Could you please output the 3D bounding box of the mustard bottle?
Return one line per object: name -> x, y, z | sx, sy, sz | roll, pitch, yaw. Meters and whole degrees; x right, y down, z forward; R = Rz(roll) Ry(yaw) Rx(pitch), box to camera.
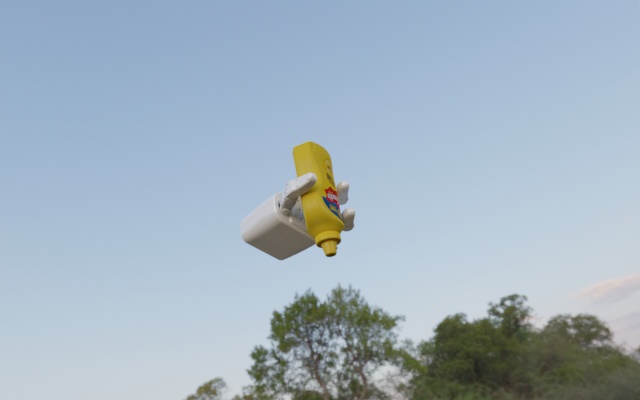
mustard bottle -> 0.000, 0.002, 0.787 | 0.058, 0.191, 0.096 | -19, -29, 15
